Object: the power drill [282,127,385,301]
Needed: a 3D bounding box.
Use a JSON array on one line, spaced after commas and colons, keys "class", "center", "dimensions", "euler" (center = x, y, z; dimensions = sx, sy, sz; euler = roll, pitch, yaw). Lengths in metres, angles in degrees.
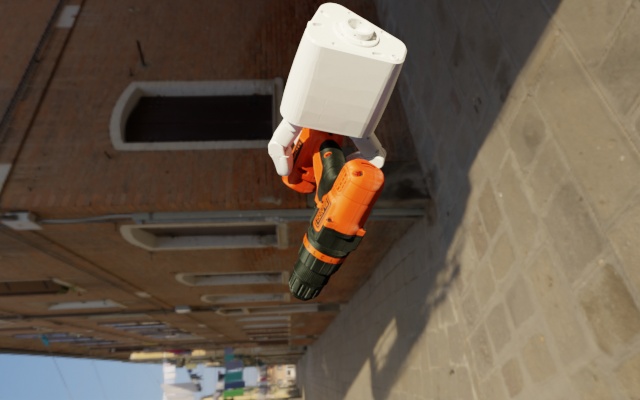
[{"class": "power drill", "center": [0.000, 0.001, 0.577], "dimensions": [0.057, 0.184, 0.187], "euler": [16, 28, -25]}]
